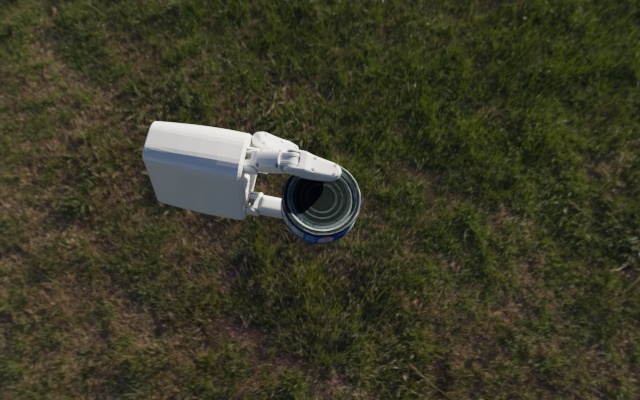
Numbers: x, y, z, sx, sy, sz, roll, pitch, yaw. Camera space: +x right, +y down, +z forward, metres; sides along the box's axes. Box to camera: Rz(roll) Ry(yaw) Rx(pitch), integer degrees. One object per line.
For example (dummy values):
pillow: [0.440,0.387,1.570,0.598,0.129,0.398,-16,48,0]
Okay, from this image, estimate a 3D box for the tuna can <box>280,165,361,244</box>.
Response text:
tuna can: [0.000,0.002,0.513,0.086,0.086,0.034,0,-19,-6]
